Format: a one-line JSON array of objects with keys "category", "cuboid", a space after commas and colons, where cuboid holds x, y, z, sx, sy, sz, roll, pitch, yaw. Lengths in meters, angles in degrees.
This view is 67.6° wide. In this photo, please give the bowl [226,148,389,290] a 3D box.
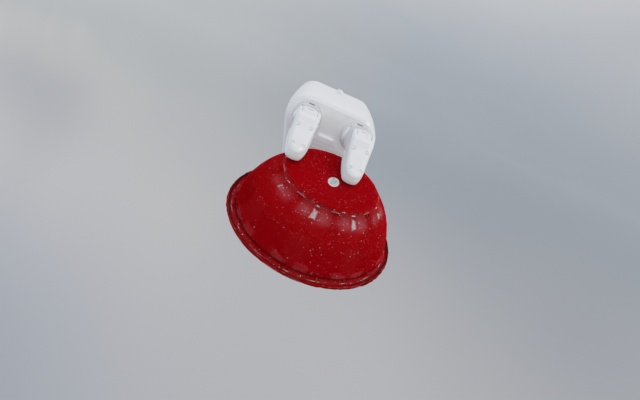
[{"category": "bowl", "cuboid": [0.000, 0.002, 0.432, 0.162, 0.055, 0.162, 18, 35, -13]}]
